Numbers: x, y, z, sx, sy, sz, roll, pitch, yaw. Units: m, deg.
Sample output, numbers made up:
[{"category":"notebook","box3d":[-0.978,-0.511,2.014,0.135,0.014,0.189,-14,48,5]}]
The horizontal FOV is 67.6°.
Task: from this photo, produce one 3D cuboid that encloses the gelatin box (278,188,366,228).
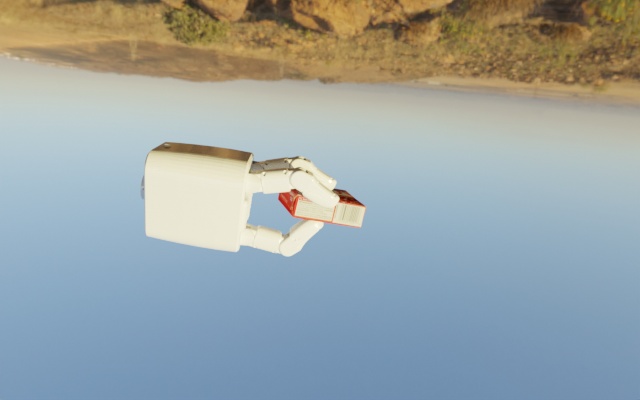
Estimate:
[{"category":"gelatin box","box3d":[0.000,0.002,0.572,0.089,0.030,0.073,10,13,-19]}]
